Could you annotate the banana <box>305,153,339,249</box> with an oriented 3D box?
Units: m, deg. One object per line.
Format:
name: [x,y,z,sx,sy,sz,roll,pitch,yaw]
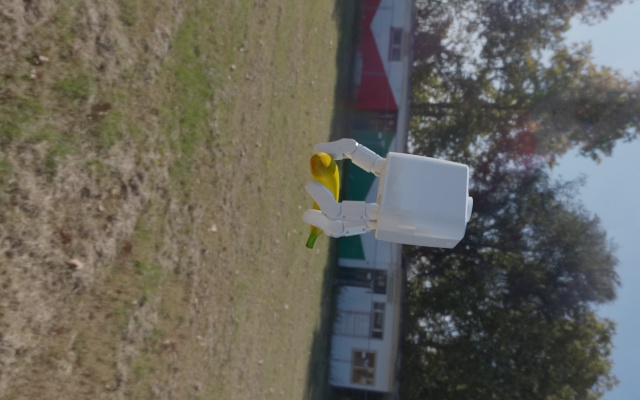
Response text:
banana: [0.005,-0.009,0.678,0.037,0.069,0.198,12,-39,8]
